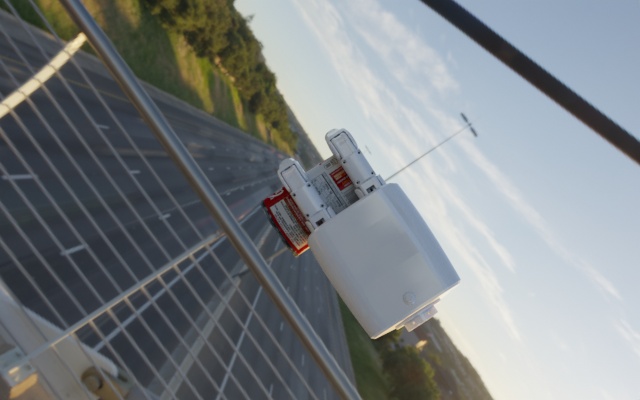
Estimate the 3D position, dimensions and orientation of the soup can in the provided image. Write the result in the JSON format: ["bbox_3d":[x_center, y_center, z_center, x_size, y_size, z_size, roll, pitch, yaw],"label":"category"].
[{"bbox_3d":[0.000,0.001,0.484,0.102,0.068,0.068,-33,-1,1],"label":"soup can"}]
